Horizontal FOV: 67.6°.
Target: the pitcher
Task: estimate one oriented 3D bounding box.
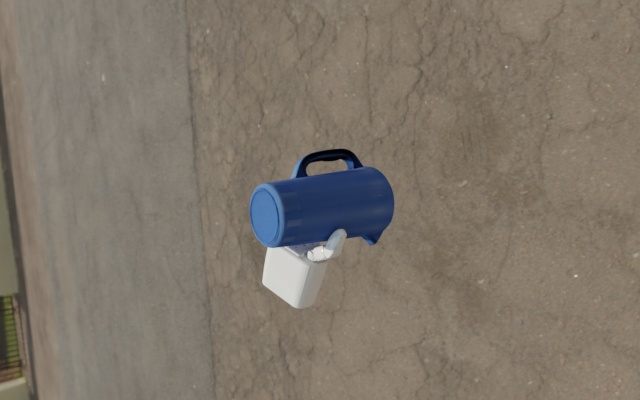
[{"bbox_3d":[0.000,0.003,0.847,0.243,0.145,0.149,-7,36,-37],"label":"pitcher"}]
